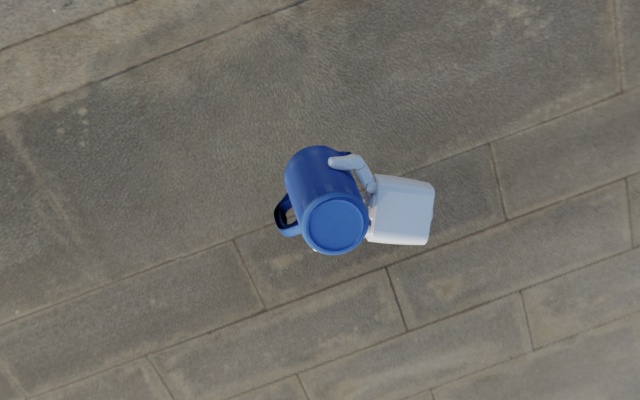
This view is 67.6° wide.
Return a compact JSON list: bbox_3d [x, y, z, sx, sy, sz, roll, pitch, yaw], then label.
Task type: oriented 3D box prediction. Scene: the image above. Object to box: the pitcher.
[{"bbox_3d":[0.000,0.003,0.840,0.145,0.149,0.242,7,20,-10],"label":"pitcher"}]
